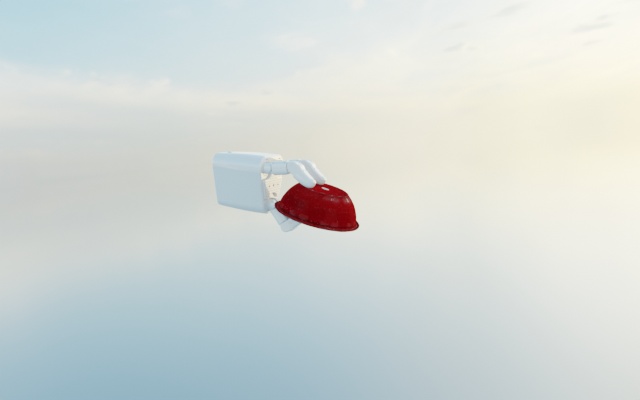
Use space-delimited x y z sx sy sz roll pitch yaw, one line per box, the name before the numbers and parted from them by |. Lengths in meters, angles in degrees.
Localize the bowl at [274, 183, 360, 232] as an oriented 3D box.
bowl | 0.002 0.003 0.875 0.162 0.055 0.162 15 13 -4
